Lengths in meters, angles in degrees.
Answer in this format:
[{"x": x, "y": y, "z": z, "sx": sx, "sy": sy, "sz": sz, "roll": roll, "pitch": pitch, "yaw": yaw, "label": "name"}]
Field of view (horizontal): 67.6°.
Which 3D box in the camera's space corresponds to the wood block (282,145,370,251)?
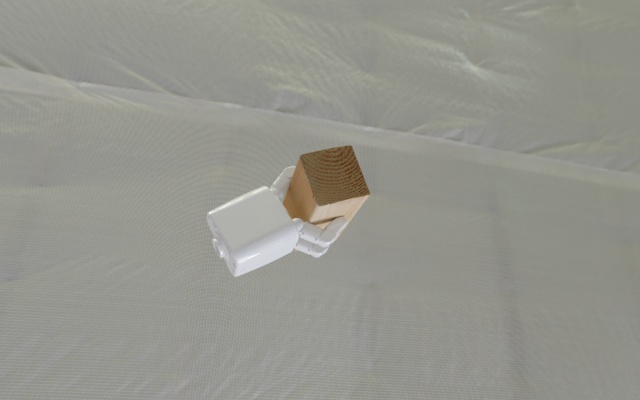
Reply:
[{"x": 0.000, "y": 0.003, "z": 0.807, "sx": 0.090, "sy": 0.090, "sz": 0.206, "roll": -13, "pitch": -20, "yaw": -19, "label": "wood block"}]
